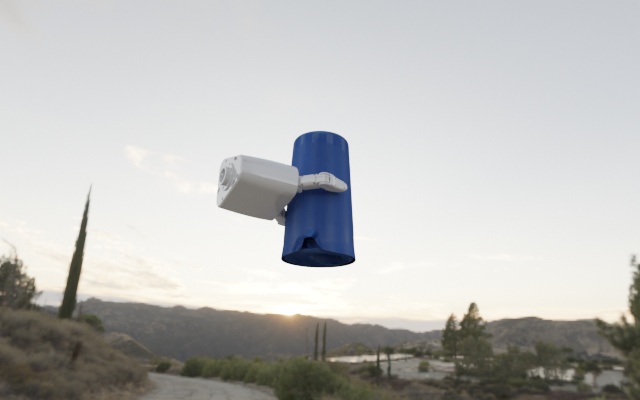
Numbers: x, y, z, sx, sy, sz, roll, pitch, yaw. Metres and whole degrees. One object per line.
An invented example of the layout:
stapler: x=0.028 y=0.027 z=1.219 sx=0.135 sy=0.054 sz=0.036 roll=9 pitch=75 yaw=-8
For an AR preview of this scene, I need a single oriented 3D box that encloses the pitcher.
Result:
pitcher: x=0.000 y=0.003 z=0.895 sx=0.145 sy=0.242 sz=0.149 roll=14 pitch=-23 yaw=-30
